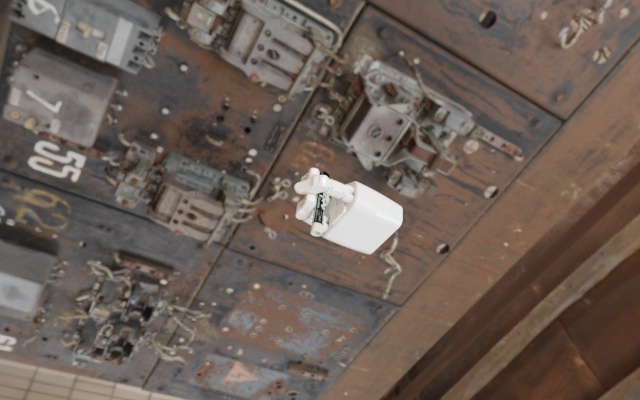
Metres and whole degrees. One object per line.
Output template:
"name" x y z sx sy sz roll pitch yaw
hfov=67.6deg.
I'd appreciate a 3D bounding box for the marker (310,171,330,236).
"marker" 0.000 0.003 0.789 0.020 0.121 0.020 5 -33 3
